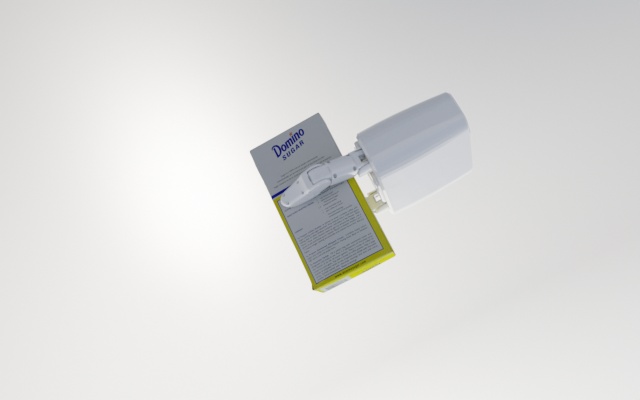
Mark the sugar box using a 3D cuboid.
[{"bbox_3d":[0.000,0.002,0.524,0.093,0.176,0.048,-28,-19,6],"label":"sugar box"}]
